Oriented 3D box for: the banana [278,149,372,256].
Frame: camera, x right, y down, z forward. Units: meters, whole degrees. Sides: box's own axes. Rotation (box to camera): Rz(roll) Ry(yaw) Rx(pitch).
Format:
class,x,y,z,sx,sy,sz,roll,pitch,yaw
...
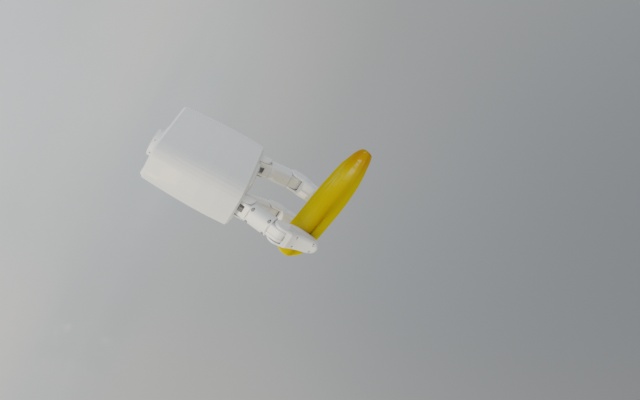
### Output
class,x,y,z,sx,sy,sz,roll,pitch,yaw
banana,-0.006,0.016,0.568,0.037,0.069,0.198,32,-46,-9
